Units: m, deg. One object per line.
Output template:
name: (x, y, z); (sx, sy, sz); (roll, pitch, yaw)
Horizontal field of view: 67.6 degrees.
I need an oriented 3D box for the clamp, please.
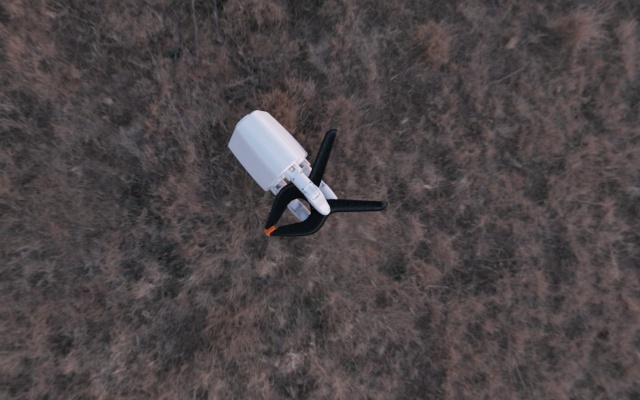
clamp: (0.000, 0.003, 0.812); (0.210, 0.164, 0.036); (-42, 0, -7)
